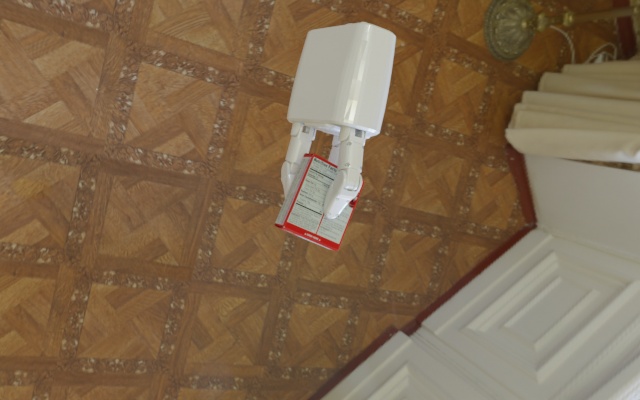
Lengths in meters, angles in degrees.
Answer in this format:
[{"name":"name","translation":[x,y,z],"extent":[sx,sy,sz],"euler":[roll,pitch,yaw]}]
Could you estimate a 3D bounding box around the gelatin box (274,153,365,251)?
[{"name":"gelatin box","translation":[0.000,0.002,0.530],"extent":[0.073,0.089,0.030],"euler":[25,-8,-26]}]
